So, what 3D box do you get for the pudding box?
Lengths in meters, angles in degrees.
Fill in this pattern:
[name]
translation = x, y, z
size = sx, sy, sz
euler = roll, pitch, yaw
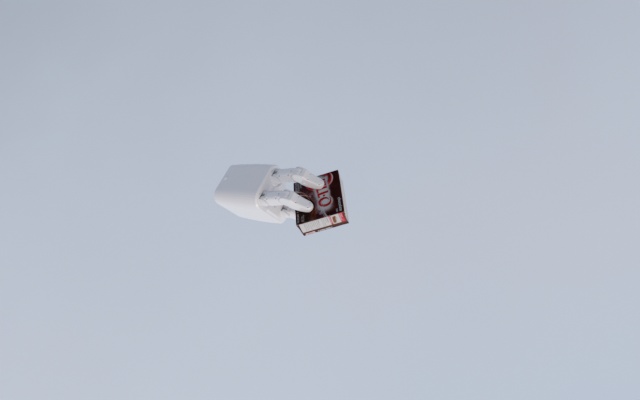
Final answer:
[pudding box]
translation = 0.000, 0.003, 0.867
size = 0.090, 0.113, 0.039
euler = -17, -44, 10
